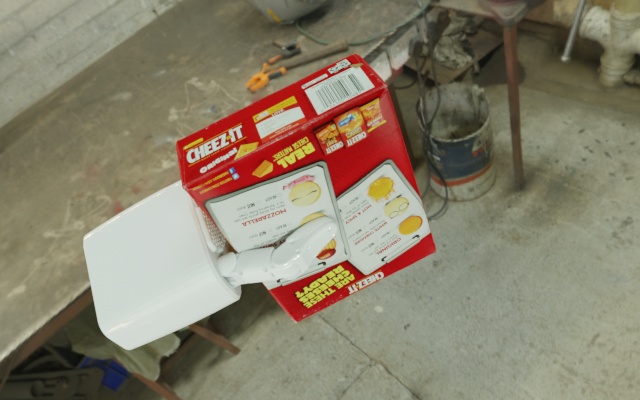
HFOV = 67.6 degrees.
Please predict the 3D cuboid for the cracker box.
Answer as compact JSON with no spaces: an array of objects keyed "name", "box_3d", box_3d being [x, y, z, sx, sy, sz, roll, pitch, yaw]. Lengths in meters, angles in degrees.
[{"name":"cracker box","box_3d":[0.000,0.001,0.429,0.164,0.072,0.214,-27,-45,2]}]
